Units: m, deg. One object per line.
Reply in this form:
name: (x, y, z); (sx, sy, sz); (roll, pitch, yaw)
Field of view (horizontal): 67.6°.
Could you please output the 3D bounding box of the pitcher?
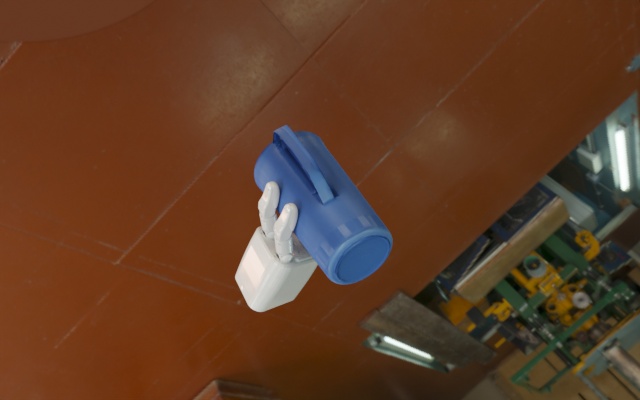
pitcher: (0.000, 0.003, 0.729); (0.149, 0.145, 0.242); (9, 32, -42)
